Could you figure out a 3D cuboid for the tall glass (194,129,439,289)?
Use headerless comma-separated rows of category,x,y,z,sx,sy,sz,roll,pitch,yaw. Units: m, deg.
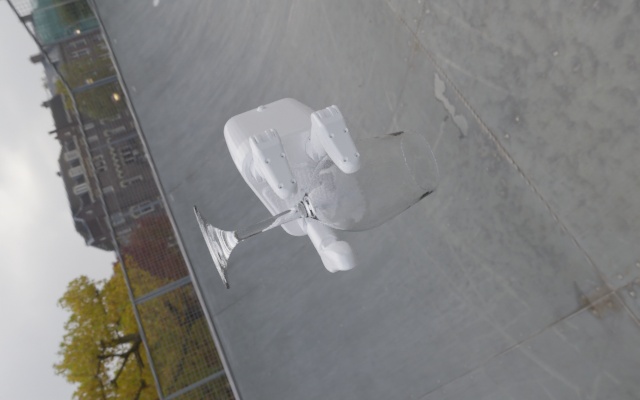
tall glass,0.000,0.002,0.412,0.201,0.079,0.079,-22,5,-12
